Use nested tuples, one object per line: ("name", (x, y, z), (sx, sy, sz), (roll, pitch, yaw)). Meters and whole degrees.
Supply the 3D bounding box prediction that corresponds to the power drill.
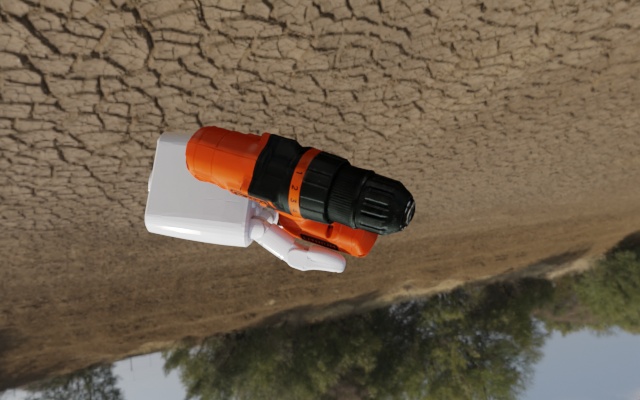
("power drill", (0.000, 0.001, 0.417), (0.184, 0.057, 0.188), (19, -11, 21))
